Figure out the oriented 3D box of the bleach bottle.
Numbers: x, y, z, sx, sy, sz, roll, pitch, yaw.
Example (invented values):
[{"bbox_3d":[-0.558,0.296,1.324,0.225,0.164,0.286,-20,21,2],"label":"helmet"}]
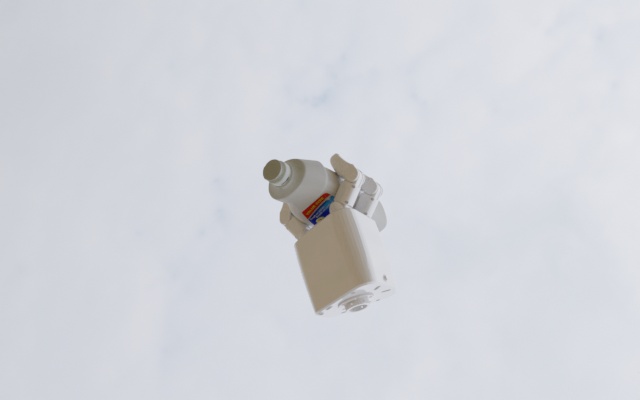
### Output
[{"bbox_3d":[0.000,0.002,0.684,0.102,0.068,0.251,-29,-31,22],"label":"bleach bottle"}]
